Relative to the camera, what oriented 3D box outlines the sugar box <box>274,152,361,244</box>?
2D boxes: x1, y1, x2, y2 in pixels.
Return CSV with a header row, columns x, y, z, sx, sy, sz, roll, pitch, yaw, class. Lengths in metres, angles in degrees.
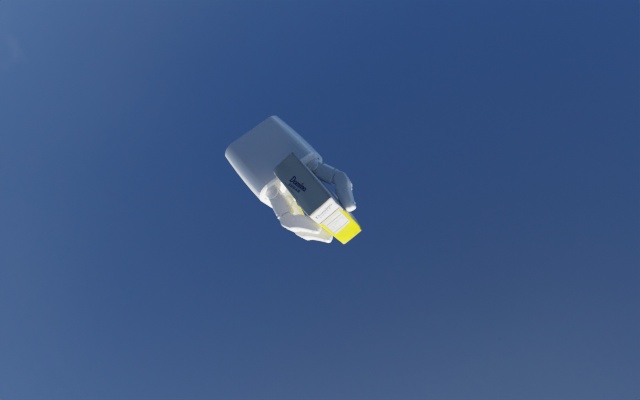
x,y,z,sx,sy,sz,roll,pitch,yaw,class
0.000,0.003,0.709,0.048,0.093,0.176,-42,-25,5,sugar box
